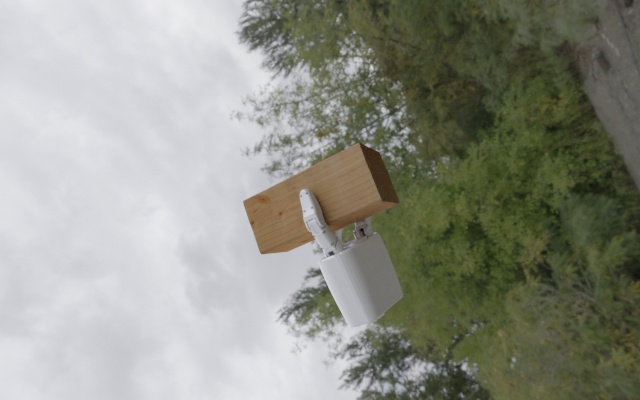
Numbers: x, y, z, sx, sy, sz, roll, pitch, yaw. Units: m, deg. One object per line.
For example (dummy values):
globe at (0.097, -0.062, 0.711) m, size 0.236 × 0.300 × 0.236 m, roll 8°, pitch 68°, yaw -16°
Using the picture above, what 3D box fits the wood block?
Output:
wood block at (0.000, 0.003, 0.722) m, size 0.206 × 0.090 × 0.091 m, roll -25°, pitch -13°, yaw 22°
